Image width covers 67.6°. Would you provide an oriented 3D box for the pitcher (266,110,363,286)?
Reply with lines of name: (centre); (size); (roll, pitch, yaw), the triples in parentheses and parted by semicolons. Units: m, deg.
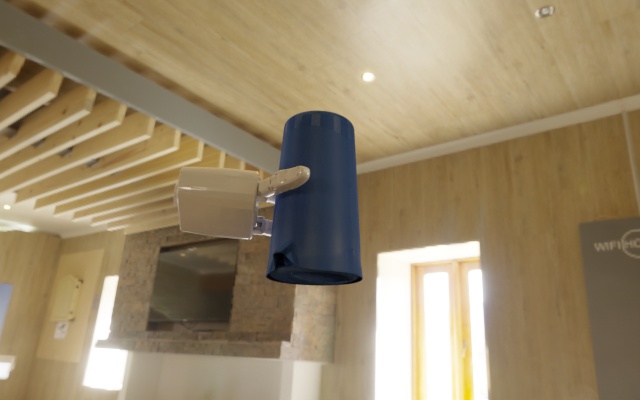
pitcher: (0.000, 0.002, 0.698); (0.145, 0.242, 0.149); (5, -19, -9)
